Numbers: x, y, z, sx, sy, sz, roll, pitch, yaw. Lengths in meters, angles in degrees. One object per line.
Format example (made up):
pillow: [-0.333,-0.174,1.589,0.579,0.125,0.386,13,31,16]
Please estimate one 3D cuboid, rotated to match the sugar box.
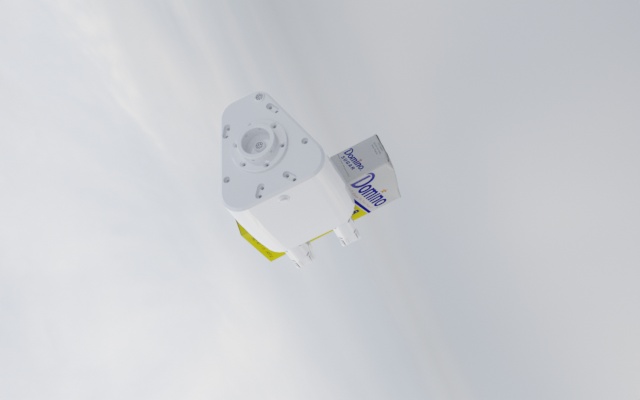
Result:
sugar box: [0.000,0.002,0.539,0.176,0.048,0.093,-25,-29,5]
